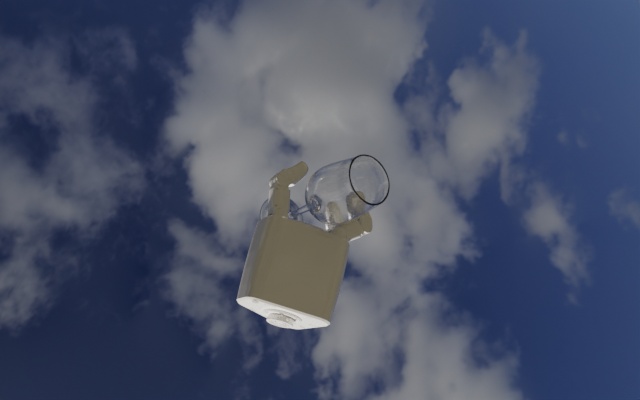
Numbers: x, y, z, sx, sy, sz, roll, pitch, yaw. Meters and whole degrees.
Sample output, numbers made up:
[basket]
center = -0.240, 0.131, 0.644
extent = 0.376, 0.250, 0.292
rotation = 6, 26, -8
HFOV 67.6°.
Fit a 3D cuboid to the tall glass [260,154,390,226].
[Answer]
[tall glass]
center = 0.000, 0.002, 0.626
extent = 0.079, 0.079, 0.201
rotation = 0, -16, -37
